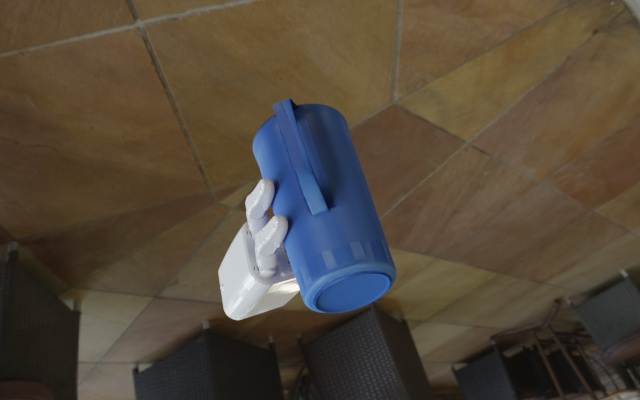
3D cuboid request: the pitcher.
[{"bbox_3d":[0.000,0.002,0.578,0.149,0.242,0.145,8,-43,-34],"label":"pitcher"}]
